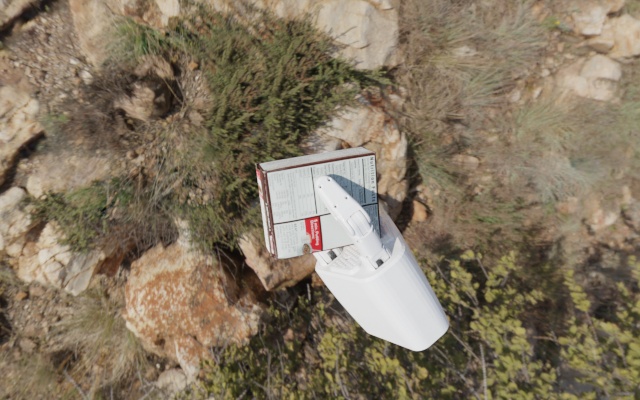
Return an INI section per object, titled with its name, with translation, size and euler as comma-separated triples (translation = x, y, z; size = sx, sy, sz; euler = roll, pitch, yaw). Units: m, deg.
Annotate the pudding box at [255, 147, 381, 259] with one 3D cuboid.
[pudding box]
translation = 0.000, 0.002, 0.459
size = 0.113, 0.090, 0.039
euler = -11, 17, -18
